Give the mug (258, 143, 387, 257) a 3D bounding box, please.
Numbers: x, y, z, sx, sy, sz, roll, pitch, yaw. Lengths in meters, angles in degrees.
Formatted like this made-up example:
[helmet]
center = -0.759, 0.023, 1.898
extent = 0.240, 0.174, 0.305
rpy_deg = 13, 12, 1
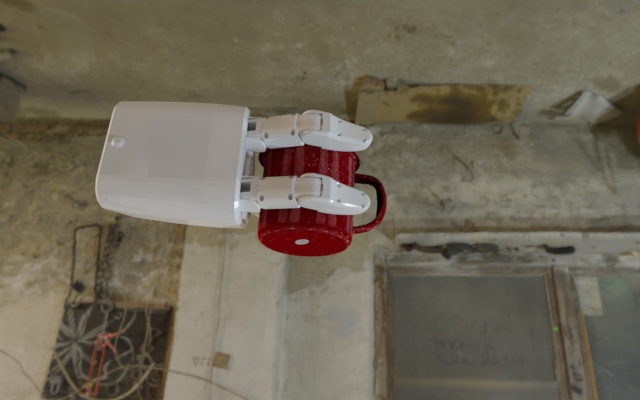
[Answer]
[mug]
center = 0.001, 0.002, 0.423
extent = 0.117, 0.081, 0.093
rpy_deg = 4, -23, -3
